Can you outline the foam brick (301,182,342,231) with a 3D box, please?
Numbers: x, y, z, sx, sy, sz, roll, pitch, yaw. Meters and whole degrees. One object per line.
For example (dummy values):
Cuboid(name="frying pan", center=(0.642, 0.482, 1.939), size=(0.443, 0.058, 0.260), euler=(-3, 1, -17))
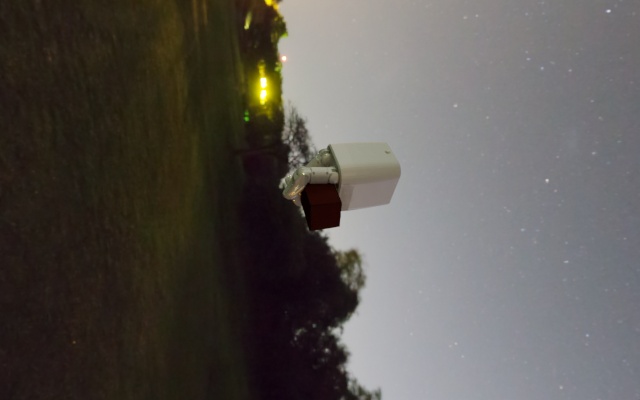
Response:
Cuboid(name="foam brick", center=(0.000, 0.003, 0.772), size=(0.051, 0.053, 0.078), euler=(-5, 40, -12))
